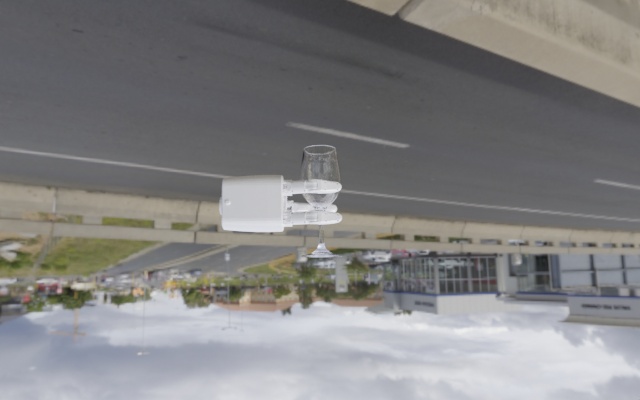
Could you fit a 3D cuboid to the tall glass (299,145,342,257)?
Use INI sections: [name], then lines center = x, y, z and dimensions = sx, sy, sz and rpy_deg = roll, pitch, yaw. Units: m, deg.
[tall glass]
center = 0.000, 0.004, 0.876
dimensions = 0.079, 0.201, 0.079
rpy_deg = -1, -8, 0
